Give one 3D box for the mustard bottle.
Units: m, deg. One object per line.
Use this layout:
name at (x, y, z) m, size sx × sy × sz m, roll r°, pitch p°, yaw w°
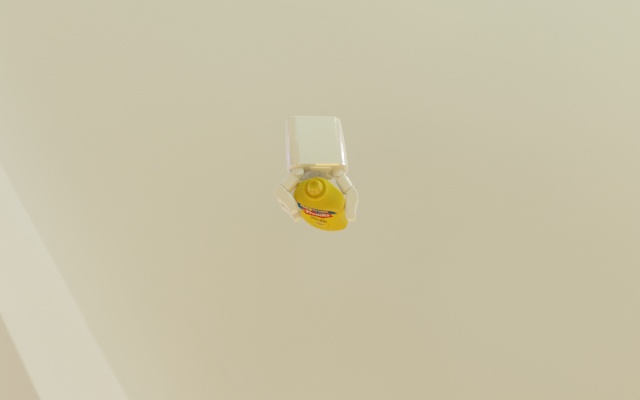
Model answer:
mustard bottle at (0.000, 0.003, 0.889) m, size 0.096 × 0.058 × 0.192 m, roll 16°, pitch -17°, yaw 12°
